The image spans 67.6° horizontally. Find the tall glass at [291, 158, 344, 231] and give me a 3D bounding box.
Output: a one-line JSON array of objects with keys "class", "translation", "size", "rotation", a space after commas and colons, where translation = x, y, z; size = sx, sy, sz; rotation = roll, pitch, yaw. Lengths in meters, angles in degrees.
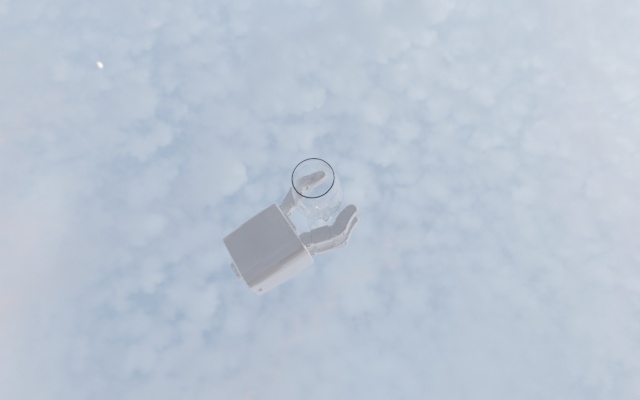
[{"class": "tall glass", "translation": [0.000, 0.003, 0.760], "size": [0.079, 0.079, 0.201], "rotation": [0, -20, 6]}]
